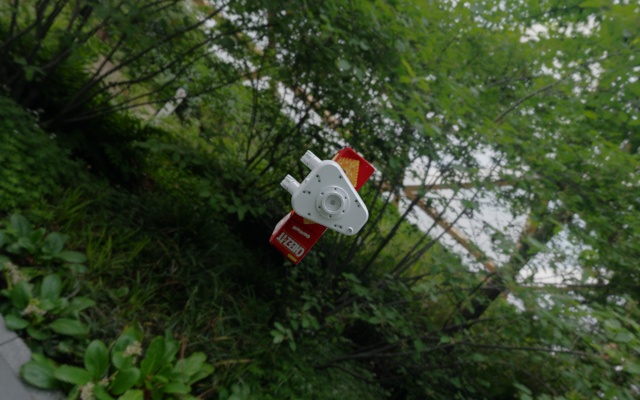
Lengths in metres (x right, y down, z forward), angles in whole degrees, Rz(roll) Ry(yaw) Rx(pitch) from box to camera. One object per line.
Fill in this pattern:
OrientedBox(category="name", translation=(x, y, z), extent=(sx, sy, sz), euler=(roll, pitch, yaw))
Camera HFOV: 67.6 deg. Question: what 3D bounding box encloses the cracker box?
OrientedBox(category="cracker box", translation=(0.000, 0.003, 0.888), extent=(0.072, 0.214, 0.164), euler=(40, 2, -3))
